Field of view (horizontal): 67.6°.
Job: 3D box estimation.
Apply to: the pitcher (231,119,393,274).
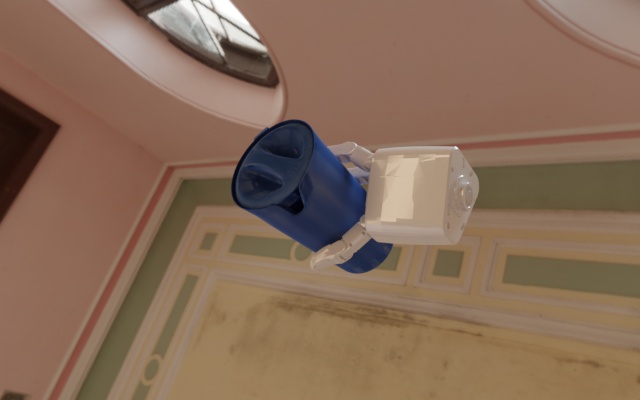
[{"bbox_3d":[0.000,0.002,0.673,0.145,0.149,0.243,-2,-31,39],"label":"pitcher"}]
